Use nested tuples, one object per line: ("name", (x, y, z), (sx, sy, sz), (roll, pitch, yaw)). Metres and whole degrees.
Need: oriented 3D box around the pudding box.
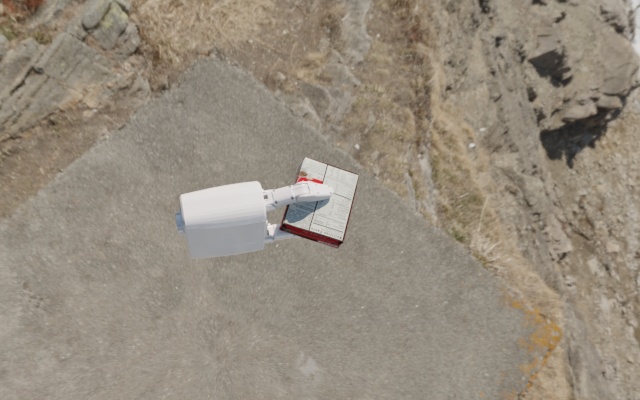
("pudding box", (0.000, 0.002, 0.683), (0.090, 0.113, 0.039), (19, -22, -7))
